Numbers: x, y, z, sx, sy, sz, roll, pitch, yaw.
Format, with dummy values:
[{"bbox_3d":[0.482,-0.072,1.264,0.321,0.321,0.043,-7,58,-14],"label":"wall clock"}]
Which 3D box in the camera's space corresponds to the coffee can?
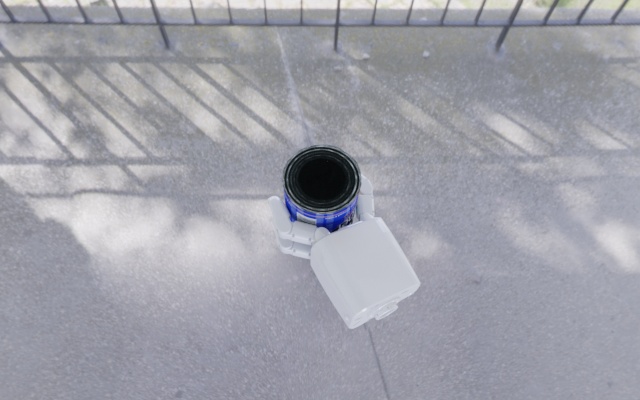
[{"bbox_3d":[0.000,0.002,0.671,0.103,0.102,0.140,0,-27,-1],"label":"coffee can"}]
